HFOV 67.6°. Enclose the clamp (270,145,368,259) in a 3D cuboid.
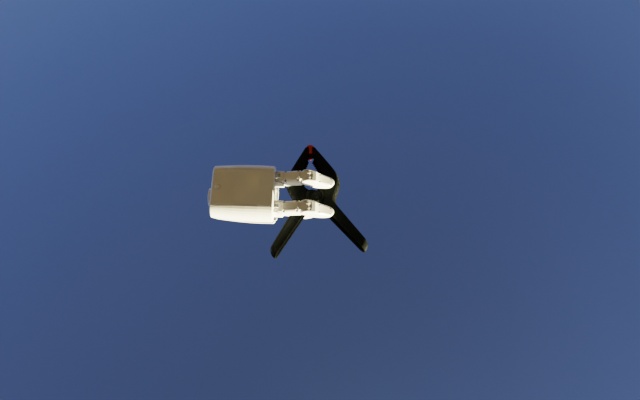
[{"bbox_3d":[0.000,0.003,0.838,0.164,0.210,0.036,4,-22,-6],"label":"clamp"}]
